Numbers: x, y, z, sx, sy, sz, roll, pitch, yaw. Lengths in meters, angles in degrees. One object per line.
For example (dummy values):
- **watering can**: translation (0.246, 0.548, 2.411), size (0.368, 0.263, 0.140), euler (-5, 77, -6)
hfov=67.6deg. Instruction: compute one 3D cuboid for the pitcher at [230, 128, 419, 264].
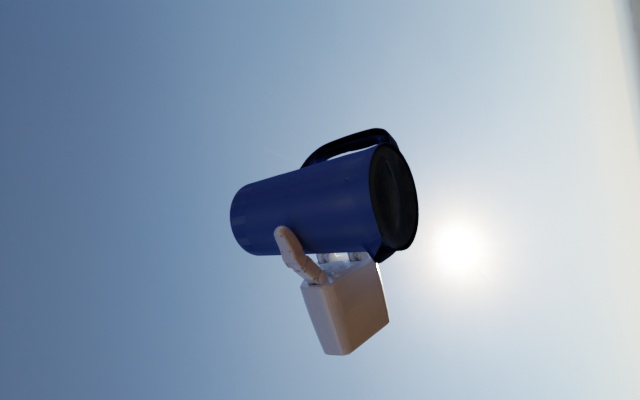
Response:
- **pitcher**: translation (0.000, 0.002, 0.644), size (0.243, 0.145, 0.149), euler (-10, 15, 34)
